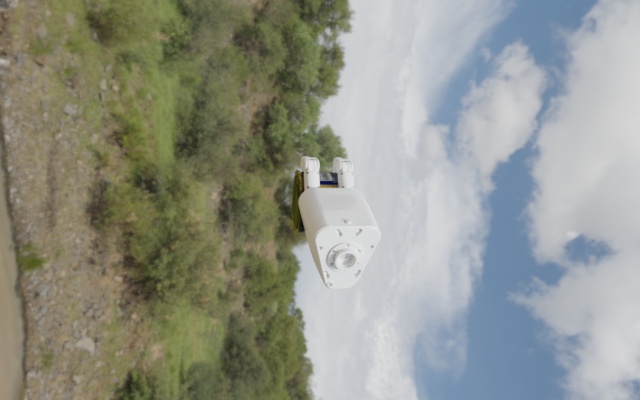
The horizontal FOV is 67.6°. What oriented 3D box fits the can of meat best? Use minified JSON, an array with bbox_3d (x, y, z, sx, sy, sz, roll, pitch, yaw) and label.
[{"bbox_3d":[0.000,0.003,0.773,0.084,0.102,0.057,0,26,-13],"label":"can of meat"}]
